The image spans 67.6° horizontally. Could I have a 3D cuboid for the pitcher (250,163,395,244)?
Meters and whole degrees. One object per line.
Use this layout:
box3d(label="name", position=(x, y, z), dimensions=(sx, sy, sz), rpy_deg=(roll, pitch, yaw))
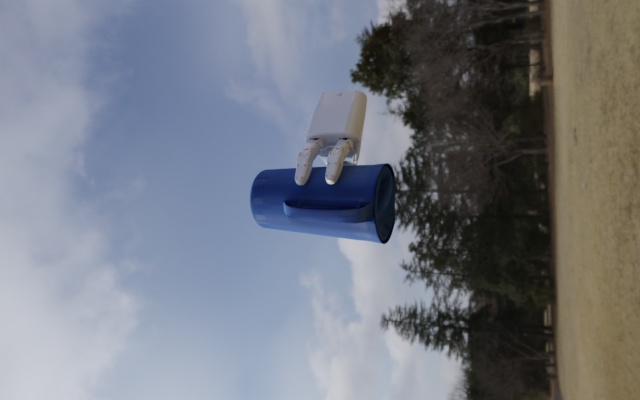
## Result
box3d(label="pitcher", position=(0.000, 0.003, 0.821), dimensions=(0.243, 0.145, 0.149), rpy_deg=(2, -31, 23))
